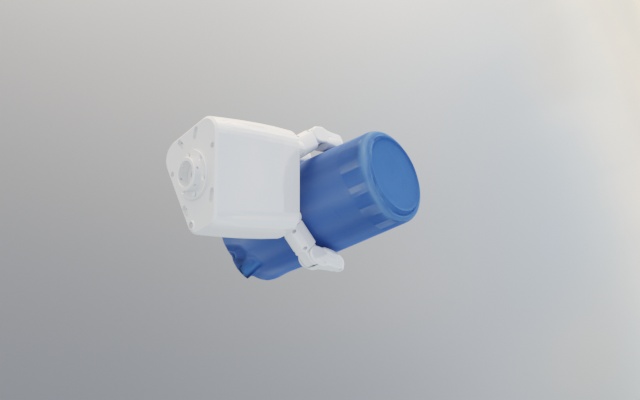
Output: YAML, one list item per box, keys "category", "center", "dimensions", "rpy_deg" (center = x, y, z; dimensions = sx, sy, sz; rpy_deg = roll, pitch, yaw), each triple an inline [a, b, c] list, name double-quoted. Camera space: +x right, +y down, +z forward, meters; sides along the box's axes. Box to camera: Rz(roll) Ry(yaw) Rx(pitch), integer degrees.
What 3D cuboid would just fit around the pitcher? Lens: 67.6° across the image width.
- category: "pitcher"
  center: [0.000, 0.002, 0.601]
  dimensions: [0.243, 0.149, 0.145]
  rpy_deg: [-24, -20, 39]
